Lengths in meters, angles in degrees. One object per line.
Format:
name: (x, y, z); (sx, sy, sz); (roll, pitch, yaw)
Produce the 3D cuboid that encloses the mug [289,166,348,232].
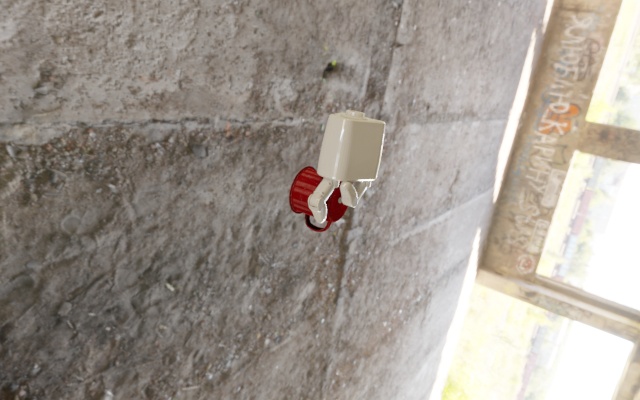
mug: (0.000, 0.004, 0.879); (0.081, 0.117, 0.093); (19, 19, 29)
